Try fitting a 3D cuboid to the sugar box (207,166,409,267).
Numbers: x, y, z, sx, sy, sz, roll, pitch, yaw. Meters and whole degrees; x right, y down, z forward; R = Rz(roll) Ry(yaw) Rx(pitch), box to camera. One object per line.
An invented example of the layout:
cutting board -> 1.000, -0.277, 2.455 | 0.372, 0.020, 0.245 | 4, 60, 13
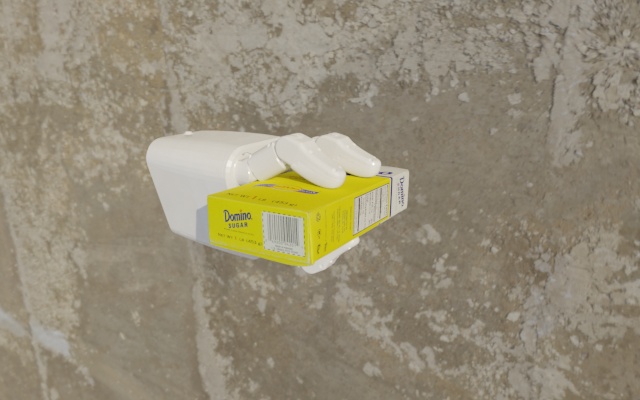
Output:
sugar box -> 0.000, 0.001, 0.404 | 0.093, 0.048, 0.176 | 10, 20, 29
